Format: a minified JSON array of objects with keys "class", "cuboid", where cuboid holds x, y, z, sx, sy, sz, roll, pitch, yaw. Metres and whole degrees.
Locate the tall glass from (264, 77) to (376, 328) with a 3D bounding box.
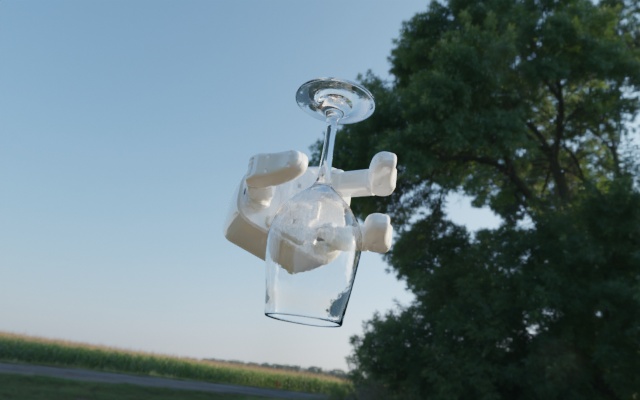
[{"class":"tall glass","cuboid":[0.000,0.001,0.406,0.079,0.201,0.079,7,-20,3]}]
